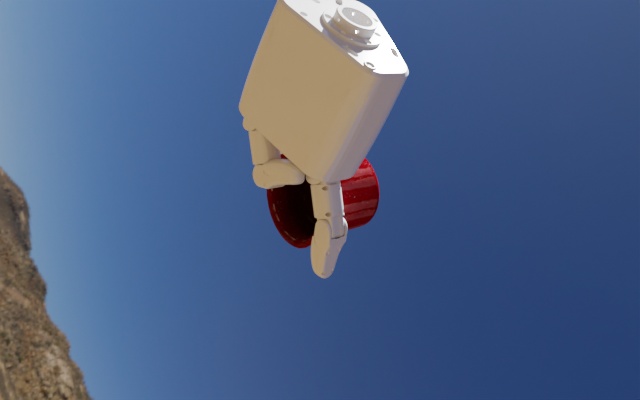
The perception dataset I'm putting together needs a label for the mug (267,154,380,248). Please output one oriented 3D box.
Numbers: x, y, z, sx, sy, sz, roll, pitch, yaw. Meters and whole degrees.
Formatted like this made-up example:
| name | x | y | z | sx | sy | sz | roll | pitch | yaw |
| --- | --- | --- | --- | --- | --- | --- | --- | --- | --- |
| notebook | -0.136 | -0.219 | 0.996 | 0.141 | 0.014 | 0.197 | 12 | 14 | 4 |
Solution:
| name | x | y | z | sx | sy | sz | roll | pitch | yaw |
| --- | --- | --- | --- | --- | --- | --- | --- | --- | --- |
| mug | 0.000 | 0.003 | 0.488 | 0.081 | 0.093 | 0.117 | -12 | -34 | -36 |
